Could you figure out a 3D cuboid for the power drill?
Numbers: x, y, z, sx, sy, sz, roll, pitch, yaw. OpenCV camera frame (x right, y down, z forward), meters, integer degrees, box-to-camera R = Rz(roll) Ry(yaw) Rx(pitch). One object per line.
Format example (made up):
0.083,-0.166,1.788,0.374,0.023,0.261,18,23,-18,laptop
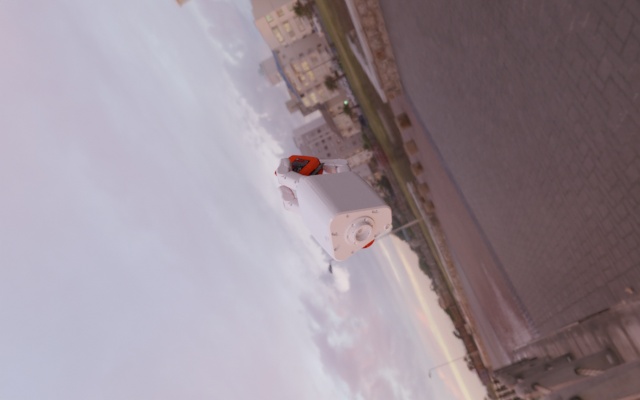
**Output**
0.000,0.003,0.867,0.188,0.057,0.184,50,-19,-26,power drill
